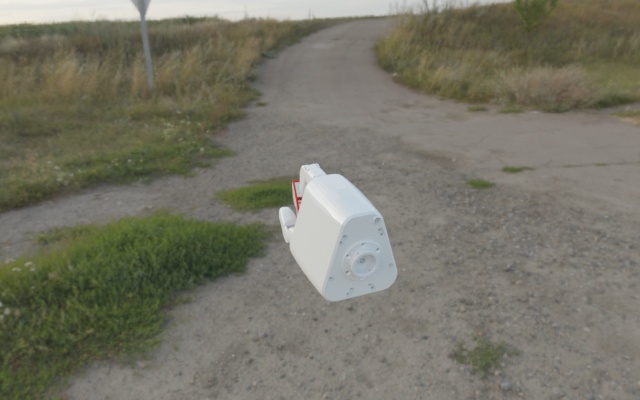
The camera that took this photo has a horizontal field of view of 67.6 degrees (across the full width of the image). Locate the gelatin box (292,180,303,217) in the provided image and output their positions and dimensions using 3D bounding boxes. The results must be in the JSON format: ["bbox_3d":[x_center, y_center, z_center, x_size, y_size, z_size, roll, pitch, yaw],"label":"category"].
[{"bbox_3d":[0.000,0.002,0.675,0.073,0.030,0.089,-4,31,-7],"label":"gelatin box"}]
